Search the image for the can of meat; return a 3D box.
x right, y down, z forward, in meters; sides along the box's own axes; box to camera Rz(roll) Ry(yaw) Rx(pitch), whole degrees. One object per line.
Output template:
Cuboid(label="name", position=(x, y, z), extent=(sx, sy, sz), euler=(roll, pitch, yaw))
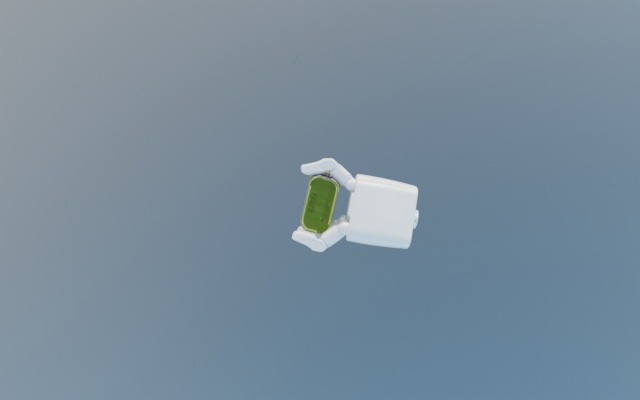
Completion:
Cuboid(label="can of meat", position=(0.000, 0.003, 0.835), extent=(0.057, 0.102, 0.084), euler=(13, 9, 0))
